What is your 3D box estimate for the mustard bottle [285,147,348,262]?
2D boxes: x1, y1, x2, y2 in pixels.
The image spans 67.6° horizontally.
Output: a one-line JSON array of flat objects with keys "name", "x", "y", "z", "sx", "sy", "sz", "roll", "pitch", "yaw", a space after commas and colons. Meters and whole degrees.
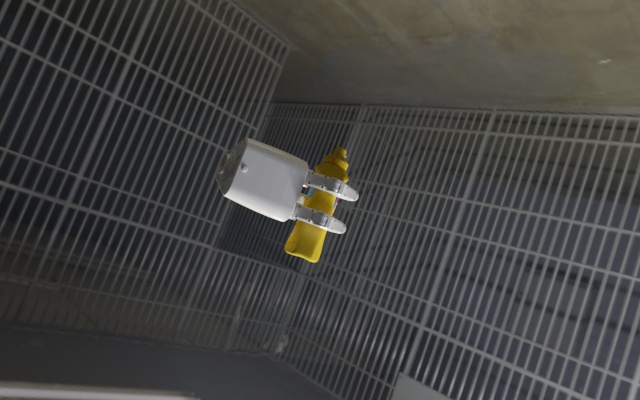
[{"name": "mustard bottle", "x": 0.000, "y": 0.003, "z": 0.782, "sx": 0.058, "sy": 0.191, "sz": 0.096, "roll": 21, "pitch": -6, "yaw": -2}]
